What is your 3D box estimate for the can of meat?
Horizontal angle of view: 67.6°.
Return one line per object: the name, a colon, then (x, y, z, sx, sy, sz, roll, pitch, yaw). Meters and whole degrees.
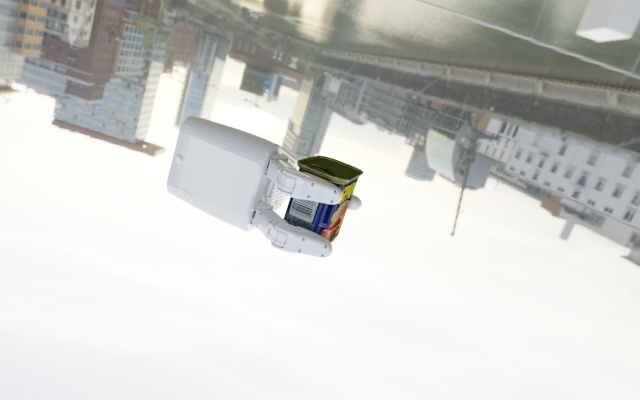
can of meat: (0.000, 0.002, 0.517, 0.057, 0.084, 0.102, 22, 15, 12)
